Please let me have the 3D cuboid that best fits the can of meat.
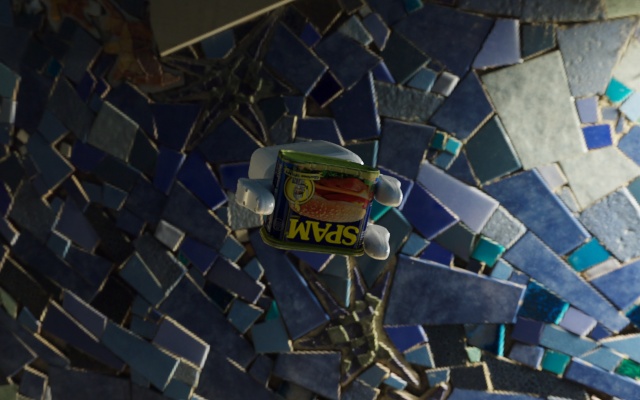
[{"bbox_3d":[0.000,0.001,0.459,0.102,0.084,0.057,8,14,-17],"label":"can of meat"}]
